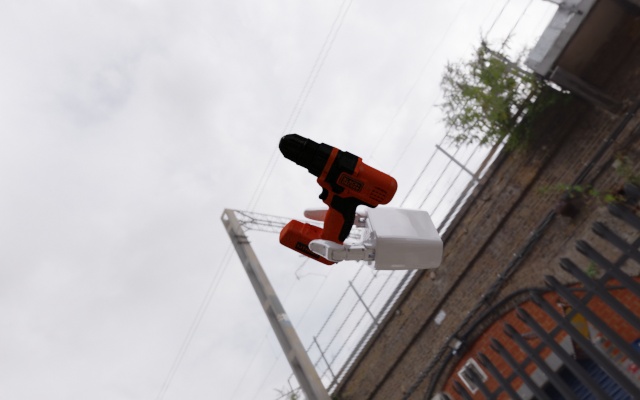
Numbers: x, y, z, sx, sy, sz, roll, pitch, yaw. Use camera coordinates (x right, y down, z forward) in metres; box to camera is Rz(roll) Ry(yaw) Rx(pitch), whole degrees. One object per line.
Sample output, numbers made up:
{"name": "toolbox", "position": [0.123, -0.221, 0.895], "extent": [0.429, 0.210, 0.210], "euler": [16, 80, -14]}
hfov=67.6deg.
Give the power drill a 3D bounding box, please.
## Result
{"name": "power drill", "position": [0.000, 0.003, 0.731], "extent": [0.184, 0.188, 0.057], "euler": [26, 37, -1]}
